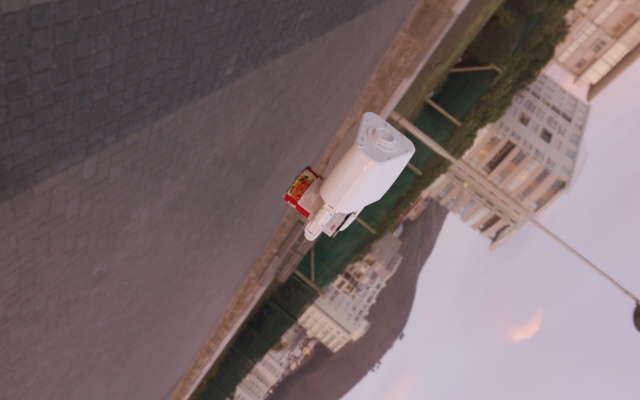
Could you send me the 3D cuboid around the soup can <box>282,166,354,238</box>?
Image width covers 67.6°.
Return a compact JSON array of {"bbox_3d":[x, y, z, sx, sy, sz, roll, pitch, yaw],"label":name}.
[{"bbox_3d":[0.000,0.003,0.756,0.102,0.068,0.068,39,4,5],"label":"soup can"}]
